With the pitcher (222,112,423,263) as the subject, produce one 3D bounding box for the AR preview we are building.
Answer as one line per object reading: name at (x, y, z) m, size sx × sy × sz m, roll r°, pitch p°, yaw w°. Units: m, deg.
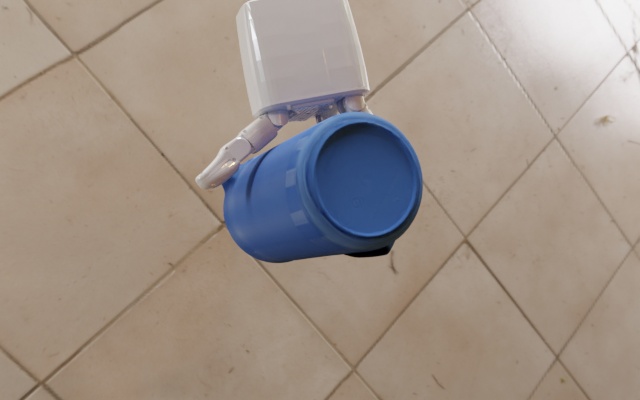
pitcher at (0.000, 0.001, 0.470) m, size 0.149 × 0.145 × 0.243 m, roll -13°, pitch -1°, yaw -22°
